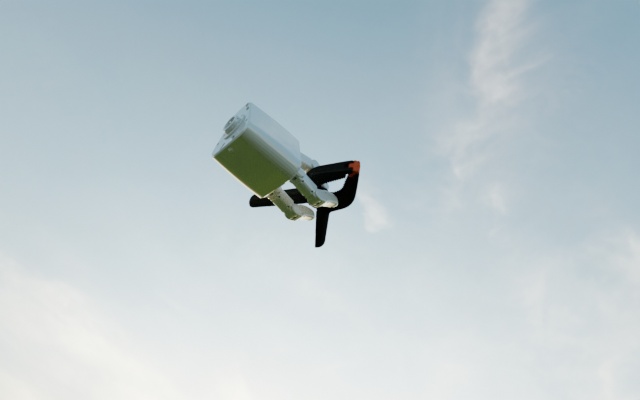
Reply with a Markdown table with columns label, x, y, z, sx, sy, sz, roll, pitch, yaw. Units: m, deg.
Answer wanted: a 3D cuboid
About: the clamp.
| label | x | y | z | sx | sy | sz | roll | pitch | yaw |
| --- | --- | --- | --- | --- | --- | --- | --- | --- | --- |
| clamp | 0.000 | 0.002 | 0.823 | 0.210 | 0.036 | 0.165 | -31 | -57 | 34 |
